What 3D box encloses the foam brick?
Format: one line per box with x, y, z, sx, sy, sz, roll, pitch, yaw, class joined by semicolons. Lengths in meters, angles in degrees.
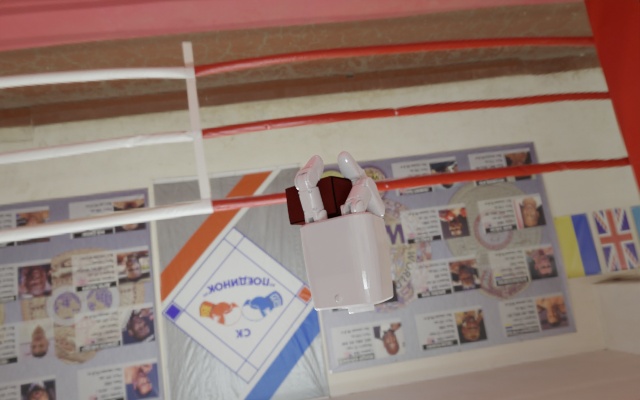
0.000;0.002;0.637;0.078;0.051;0.053;-14;-11;33;foam brick
